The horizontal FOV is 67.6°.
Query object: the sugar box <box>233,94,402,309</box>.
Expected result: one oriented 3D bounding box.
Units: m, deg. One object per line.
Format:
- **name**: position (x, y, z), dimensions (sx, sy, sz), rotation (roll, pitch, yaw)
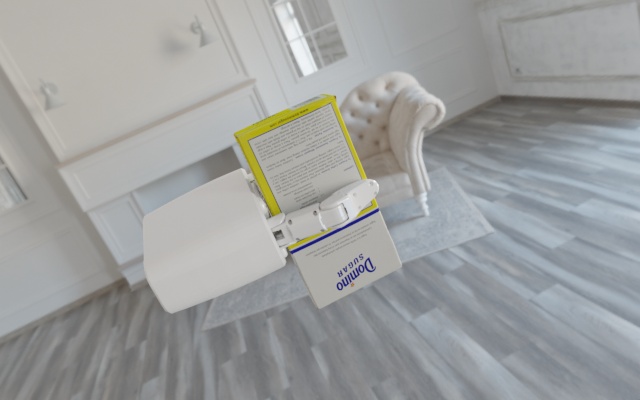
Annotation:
- **sugar box**: position (0.000, 0.001, 0.439), dimensions (0.093, 0.176, 0.048), rotation (-25, 19, -7)
